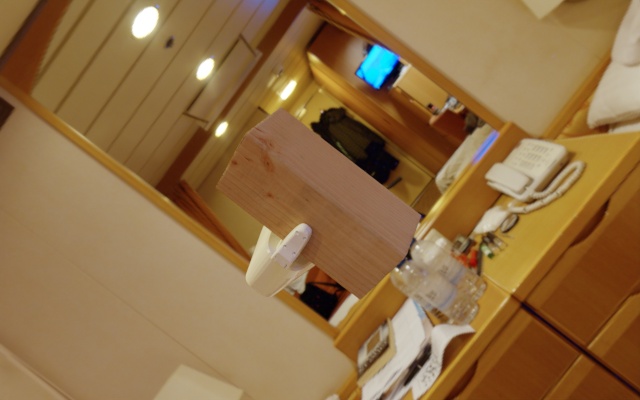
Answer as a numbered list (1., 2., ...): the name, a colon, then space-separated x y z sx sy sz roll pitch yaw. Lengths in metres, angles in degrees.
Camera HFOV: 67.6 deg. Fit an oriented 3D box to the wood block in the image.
1. wood block: 0.000 0.002 0.543 0.206 0.090 0.090 37 37 -1
